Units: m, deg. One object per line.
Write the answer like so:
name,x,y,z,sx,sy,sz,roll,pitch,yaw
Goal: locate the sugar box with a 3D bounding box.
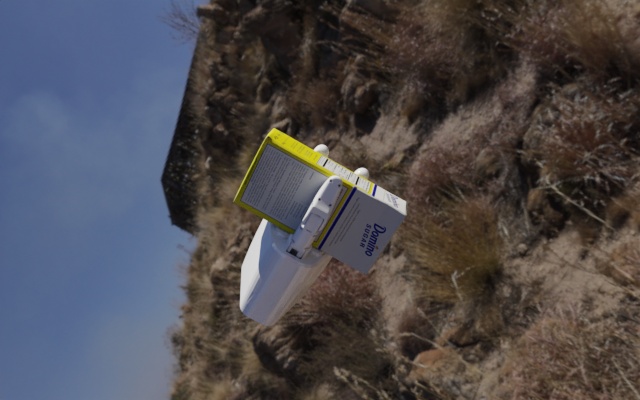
sugar box,0.000,0.002,0.546,0.176,0.093,0.048,29,25,-4
